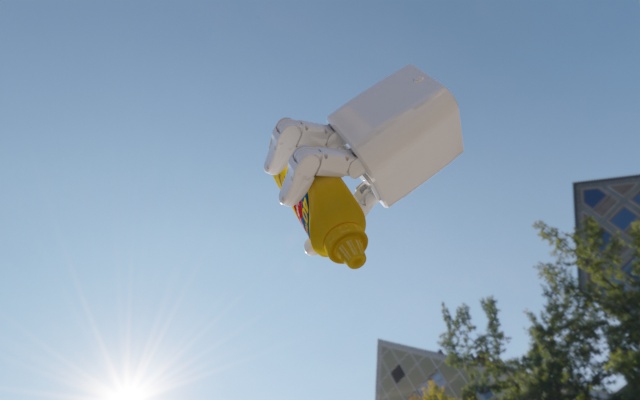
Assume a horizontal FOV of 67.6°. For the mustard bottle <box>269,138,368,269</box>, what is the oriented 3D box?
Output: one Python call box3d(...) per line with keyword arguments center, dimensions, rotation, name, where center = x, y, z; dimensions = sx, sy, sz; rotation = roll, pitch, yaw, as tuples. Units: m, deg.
box3d(center=(0.000, 0.002, 0.495), dimensions=(0.058, 0.096, 0.191), rotation=(-16, 39, -14), name="mustard bottle")
